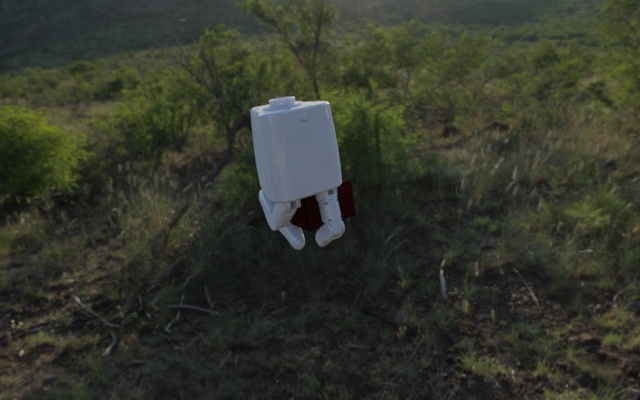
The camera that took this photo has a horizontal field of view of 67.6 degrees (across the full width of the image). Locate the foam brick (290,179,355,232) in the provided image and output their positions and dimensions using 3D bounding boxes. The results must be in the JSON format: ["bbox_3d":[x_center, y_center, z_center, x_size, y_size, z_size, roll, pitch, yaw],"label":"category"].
[{"bbox_3d":[0.000,0.002,0.645,0.078,0.051,0.053,-18,19,-29],"label":"foam brick"}]
